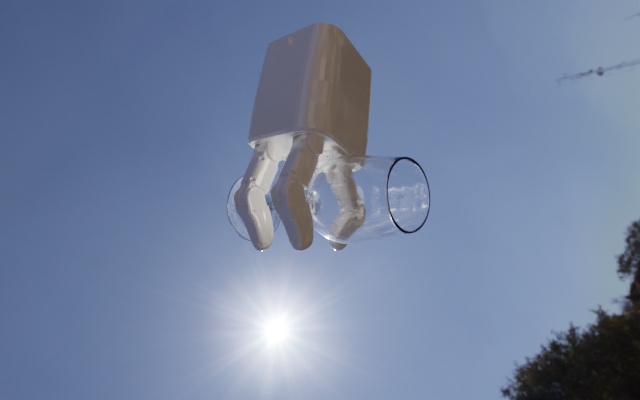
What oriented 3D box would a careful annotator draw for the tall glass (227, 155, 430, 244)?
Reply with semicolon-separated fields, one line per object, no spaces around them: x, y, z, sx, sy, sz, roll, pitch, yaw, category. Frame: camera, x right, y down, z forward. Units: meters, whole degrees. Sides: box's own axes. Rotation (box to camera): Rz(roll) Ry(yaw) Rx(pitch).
0.000;0.002;0.449;0.201;0.079;0.079;-4;-3;44;tall glass
